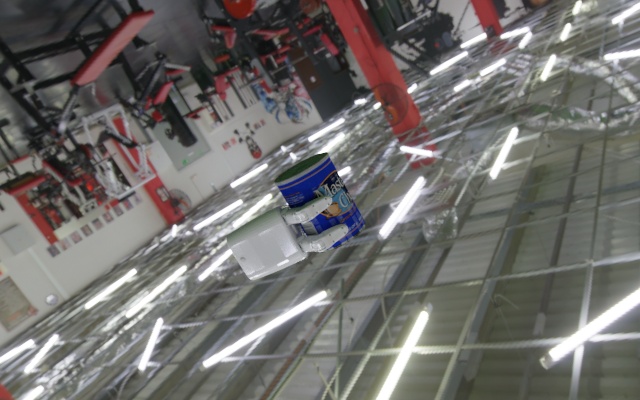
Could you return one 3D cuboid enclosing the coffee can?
[{"bbox_3d":[0.000,0.002,0.812,0.103,0.140,0.102,-28,13,7],"label":"coffee can"}]
